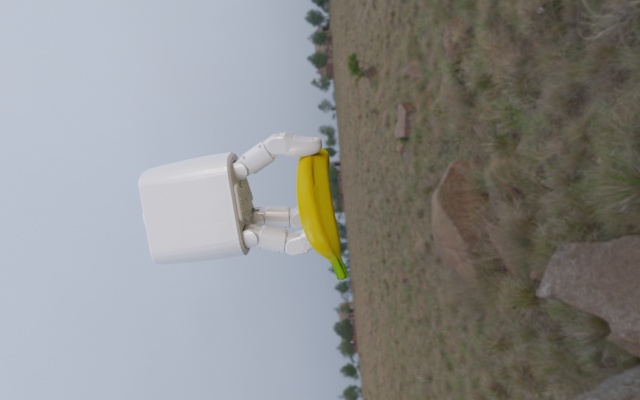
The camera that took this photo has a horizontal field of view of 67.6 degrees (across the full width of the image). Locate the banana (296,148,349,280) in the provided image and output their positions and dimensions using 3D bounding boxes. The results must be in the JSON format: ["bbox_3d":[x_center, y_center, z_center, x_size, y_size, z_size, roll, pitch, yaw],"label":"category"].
[{"bbox_3d":[-0.004,-0.009,0.518,0.037,0.197,0.070,-13,-46,6],"label":"banana"}]
